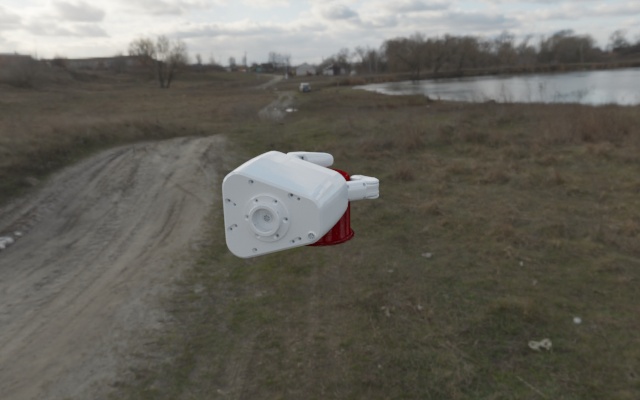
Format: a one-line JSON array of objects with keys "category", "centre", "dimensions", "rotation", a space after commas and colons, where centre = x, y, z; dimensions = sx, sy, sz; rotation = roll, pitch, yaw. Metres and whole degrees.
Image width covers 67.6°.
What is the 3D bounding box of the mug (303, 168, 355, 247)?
[{"category": "mug", "centre": [0.001, 0.001, 0.625], "dimensions": [0.093, 0.081, 0.117], "rotation": [3, 16, 13]}]
